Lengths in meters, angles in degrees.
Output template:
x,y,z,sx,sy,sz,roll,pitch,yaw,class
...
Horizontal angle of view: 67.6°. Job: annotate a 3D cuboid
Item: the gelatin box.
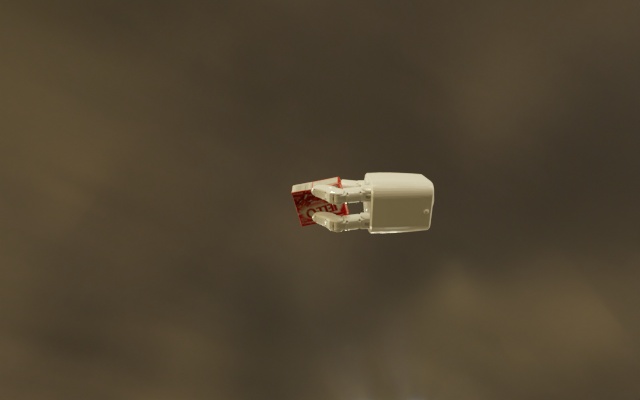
x,y,z,sx,sy,sz,roll,pitch,yaw,class
0.000,0.003,0.855,0.089,0.073,0.030,-10,29,9,gelatin box
